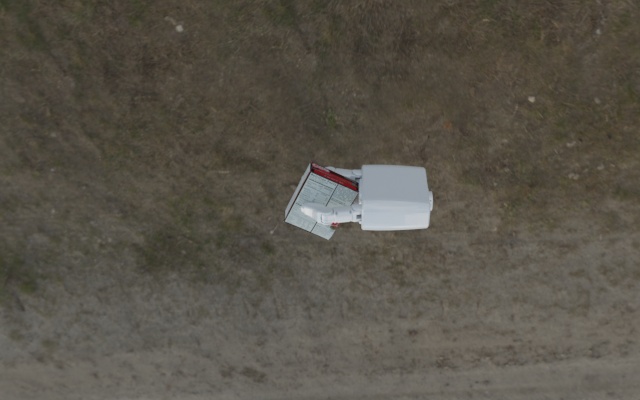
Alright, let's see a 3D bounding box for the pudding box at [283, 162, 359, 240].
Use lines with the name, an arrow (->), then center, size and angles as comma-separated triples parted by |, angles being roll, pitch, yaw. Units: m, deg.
pudding box -> 0.000, 0.003, 0.796 | 0.090, 0.113, 0.039 | 24, 27, -11
